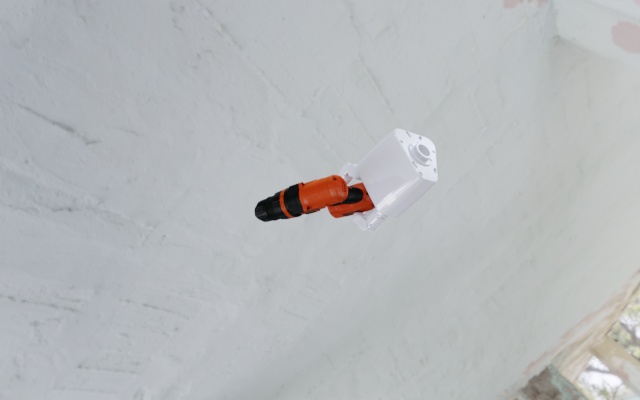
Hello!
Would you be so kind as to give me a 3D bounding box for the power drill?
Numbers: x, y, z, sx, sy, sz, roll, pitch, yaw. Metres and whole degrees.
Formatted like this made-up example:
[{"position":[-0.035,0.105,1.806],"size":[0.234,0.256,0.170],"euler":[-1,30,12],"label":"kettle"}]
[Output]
[{"position":[0.001,0.003,0.853],"size":[0.184,0.057,0.187],"euler":[-15,-8,33],"label":"power drill"}]
